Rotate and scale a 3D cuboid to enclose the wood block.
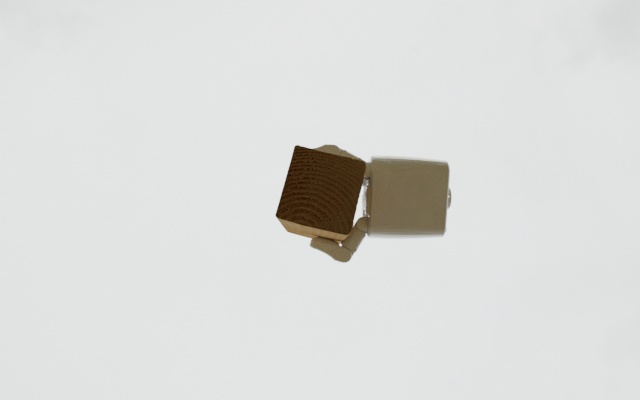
[{"bbox_3d":[0.000,0.003,0.647,0.090,0.091,0.206,14,-8,2],"label":"wood block"}]
